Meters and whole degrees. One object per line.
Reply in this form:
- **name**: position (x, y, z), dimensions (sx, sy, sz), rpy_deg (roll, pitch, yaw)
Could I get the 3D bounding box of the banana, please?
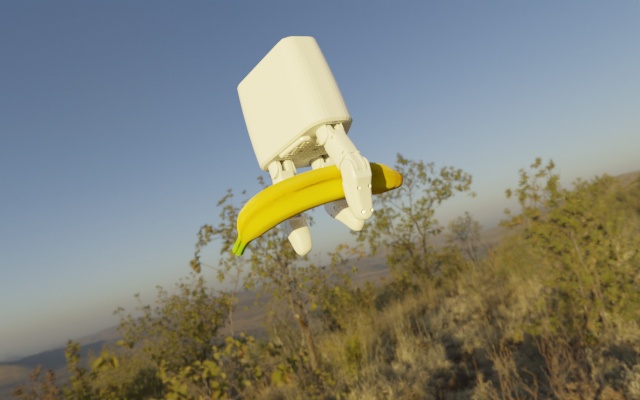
- **banana**: position (-0.003, -0.005, 0.483), dimensions (0.198, 0.037, 0.070), rpy_deg (-21, -24, -10)
